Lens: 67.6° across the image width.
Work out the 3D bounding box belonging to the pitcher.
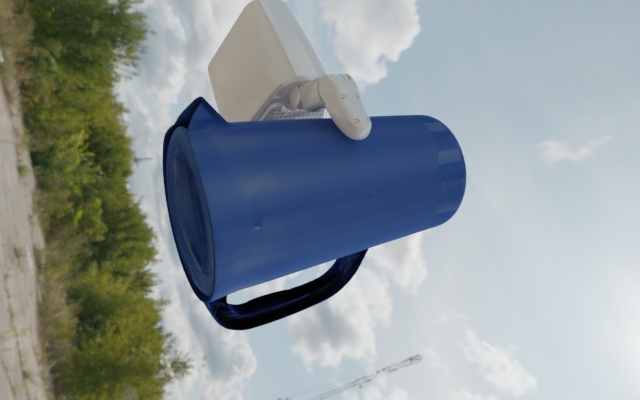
[{"bbox_3d":[0.000,0.001,0.406,0.243,0.145,0.149,-11,-26,-28],"label":"pitcher"}]
